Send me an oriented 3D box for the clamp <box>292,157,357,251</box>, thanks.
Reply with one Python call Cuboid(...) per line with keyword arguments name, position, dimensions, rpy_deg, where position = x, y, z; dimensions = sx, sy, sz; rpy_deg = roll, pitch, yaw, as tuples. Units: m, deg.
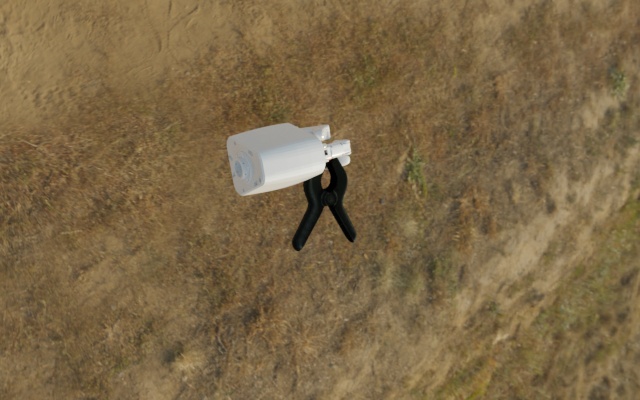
Cuboid(name="clamp", position=(0.001, 0.002, 0.781), dimensions=(0.120, 0.171, 0.039), rpy_deg=(-17, 16, -33))
